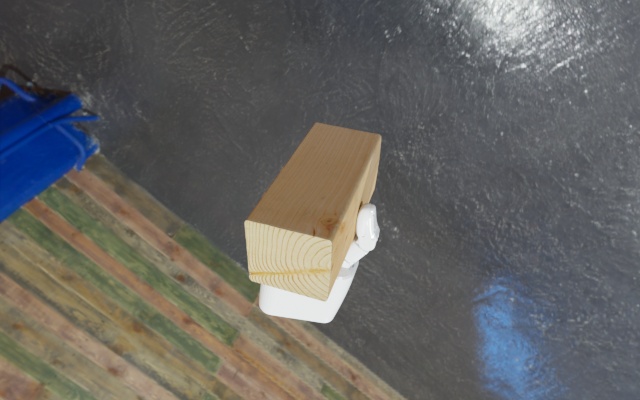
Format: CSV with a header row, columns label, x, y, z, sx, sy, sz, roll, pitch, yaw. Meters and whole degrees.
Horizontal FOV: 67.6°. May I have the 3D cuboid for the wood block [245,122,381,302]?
label,x,y,z,sx,sy,sz,roll,pitch,yaw
wood block,0.000,0.002,0.551,0.091,0.090,0.206,13,40,13
